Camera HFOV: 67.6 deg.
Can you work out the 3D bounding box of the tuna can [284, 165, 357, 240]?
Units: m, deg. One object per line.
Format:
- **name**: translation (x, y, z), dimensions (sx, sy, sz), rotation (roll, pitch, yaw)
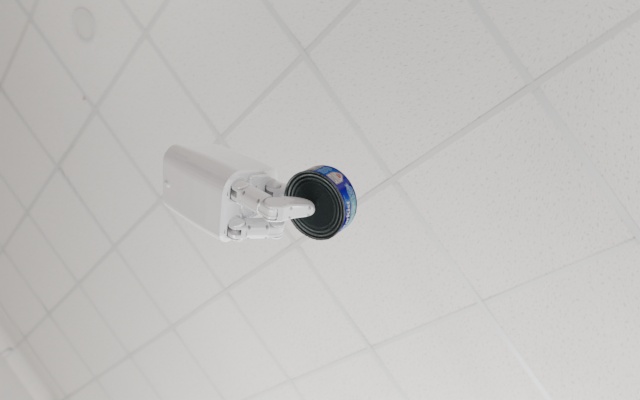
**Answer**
- **tuna can**: translation (0.000, 0.002, 0.570), dimensions (0.086, 0.086, 0.033), rotation (0, 18, 36)
